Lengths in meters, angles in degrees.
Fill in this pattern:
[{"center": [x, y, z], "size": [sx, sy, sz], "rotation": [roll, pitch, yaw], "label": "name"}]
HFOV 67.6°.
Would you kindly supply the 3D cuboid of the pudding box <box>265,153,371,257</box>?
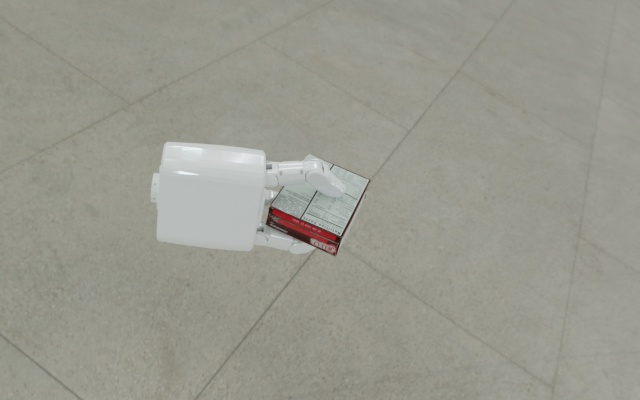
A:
[{"center": [0.000, 0.002, 0.564], "size": [0.090, 0.039, 0.113], "rotation": [24, 47, 7], "label": "pudding box"}]
